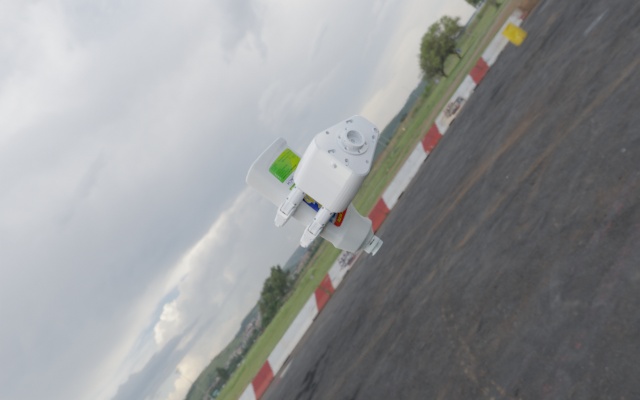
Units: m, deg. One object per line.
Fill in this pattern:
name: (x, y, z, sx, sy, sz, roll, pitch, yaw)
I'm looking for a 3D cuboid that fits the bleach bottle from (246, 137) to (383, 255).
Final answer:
bleach bottle: (0.000, 0.003, 0.817, 0.251, 0.102, 0.068, 36, -36, 3)
